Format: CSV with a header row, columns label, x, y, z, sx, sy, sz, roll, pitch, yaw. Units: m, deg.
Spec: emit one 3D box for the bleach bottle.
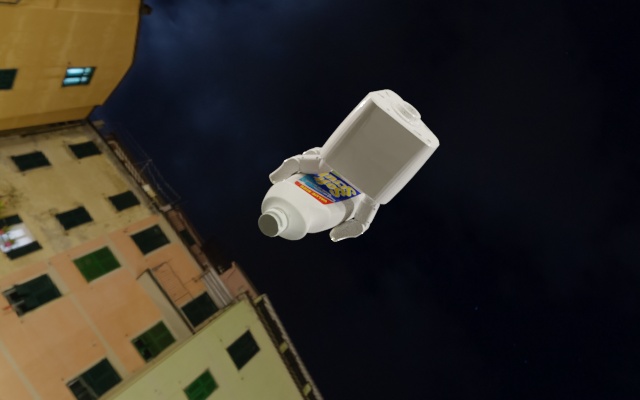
label,x,y,z,sx,sy,sz,roll,pitch,yaw
bleach bottle,0.000,0.002,0.667,0.068,0.102,0.250,-50,-9,30
